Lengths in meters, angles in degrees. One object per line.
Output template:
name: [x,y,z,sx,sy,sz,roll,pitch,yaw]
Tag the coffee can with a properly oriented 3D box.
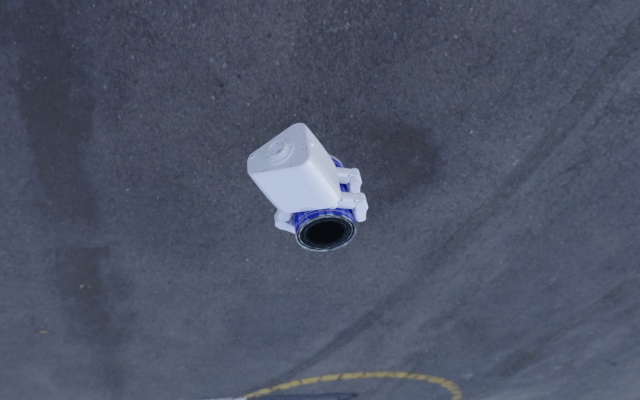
coffee can: [0.000,0.003,0.830,0.103,0.140,0.103,-6,-39,-5]
